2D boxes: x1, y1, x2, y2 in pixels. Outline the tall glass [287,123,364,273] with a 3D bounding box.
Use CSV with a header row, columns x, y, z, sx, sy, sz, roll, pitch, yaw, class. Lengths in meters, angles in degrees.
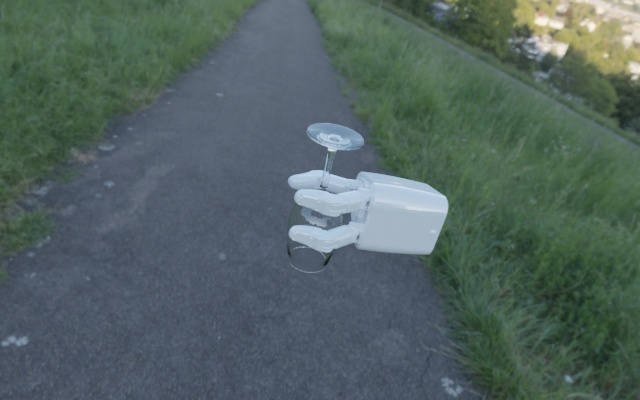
x,y,z,sx,sy,sz,roll,pitch,yaw,class
0.000,0.001,0.650,0.079,0.201,0.079,10,30,-6,tall glass
